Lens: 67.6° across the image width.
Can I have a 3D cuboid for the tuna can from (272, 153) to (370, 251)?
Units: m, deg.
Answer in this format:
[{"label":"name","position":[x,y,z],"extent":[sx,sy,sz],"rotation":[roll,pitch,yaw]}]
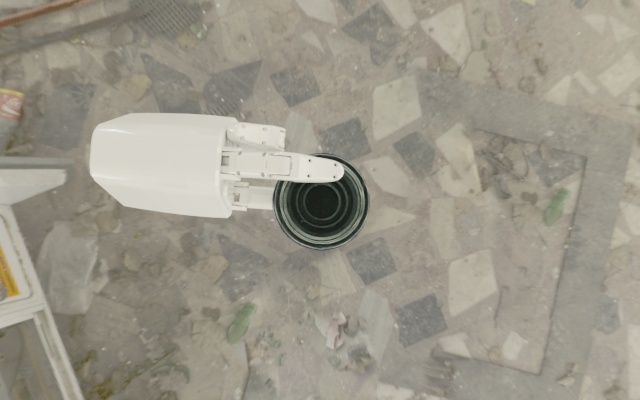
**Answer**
[{"label":"tuna can","position":[0.000,0.001,0.423],"extent":[0.086,0.086,0.034],"rotation":[0,-2,-6]}]
